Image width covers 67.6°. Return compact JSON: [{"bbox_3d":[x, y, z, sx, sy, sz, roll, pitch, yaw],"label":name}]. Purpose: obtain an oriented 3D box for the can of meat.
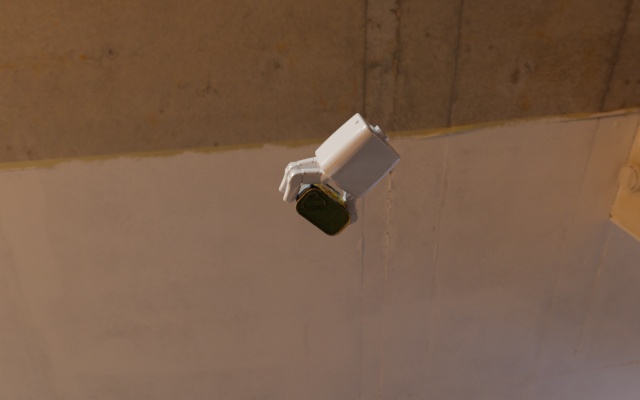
[{"bbox_3d":[0.000,0.003,0.860,0.102,0.057,0.084,37,17,-24],"label":"can of meat"}]
